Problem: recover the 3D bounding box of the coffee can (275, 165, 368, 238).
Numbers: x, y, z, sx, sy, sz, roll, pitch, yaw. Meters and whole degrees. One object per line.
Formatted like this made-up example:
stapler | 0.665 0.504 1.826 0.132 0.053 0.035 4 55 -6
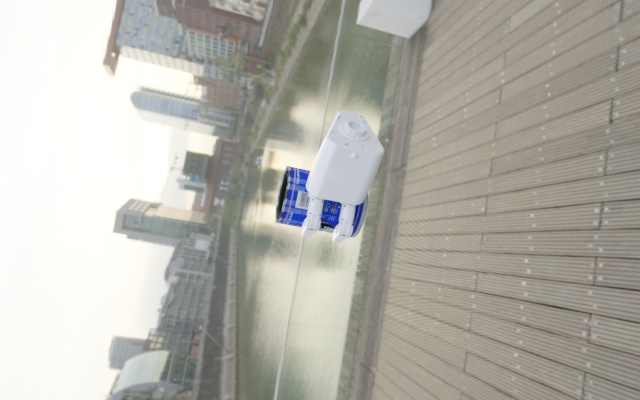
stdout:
coffee can | 0.000 0.003 0.833 0.140 0.103 0.103 11 -2 -12
